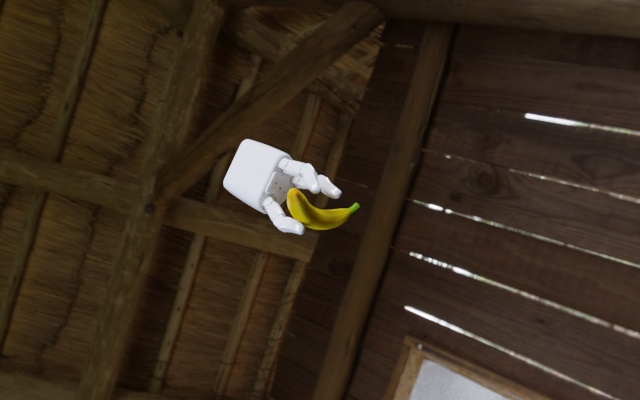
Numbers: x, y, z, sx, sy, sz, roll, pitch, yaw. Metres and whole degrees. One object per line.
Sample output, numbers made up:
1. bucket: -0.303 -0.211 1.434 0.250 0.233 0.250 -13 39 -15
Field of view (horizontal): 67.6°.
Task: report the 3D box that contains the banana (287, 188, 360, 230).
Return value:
1. banana: -0.006 0.020 0.855 0.037 0.069 0.198 33 13 35
